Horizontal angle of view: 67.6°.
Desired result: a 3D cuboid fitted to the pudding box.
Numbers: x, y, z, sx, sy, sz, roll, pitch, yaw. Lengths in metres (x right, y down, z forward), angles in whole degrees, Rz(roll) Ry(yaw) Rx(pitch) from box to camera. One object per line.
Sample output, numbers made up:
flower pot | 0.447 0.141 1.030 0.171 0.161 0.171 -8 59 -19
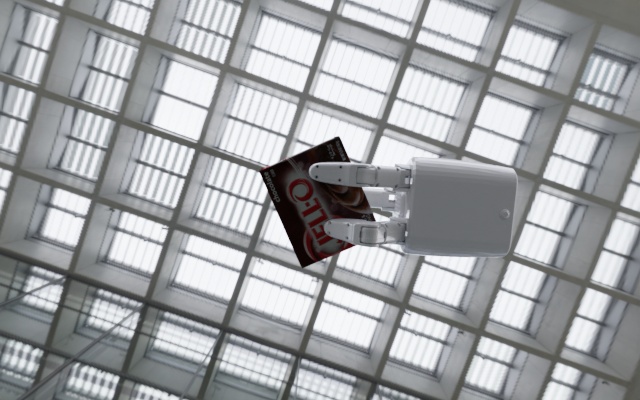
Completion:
pudding box | 0.000 0.002 0.498 0.090 0.113 0.039 -24 4 2
